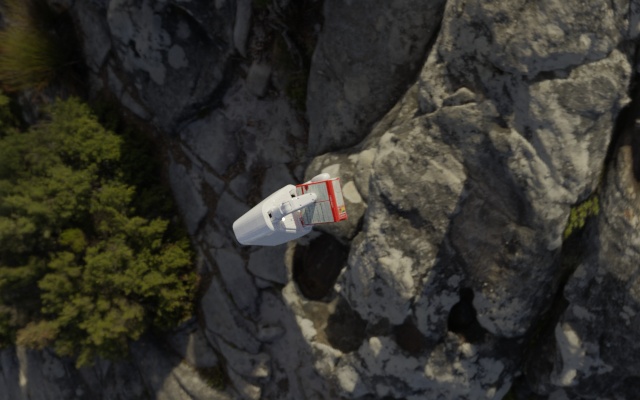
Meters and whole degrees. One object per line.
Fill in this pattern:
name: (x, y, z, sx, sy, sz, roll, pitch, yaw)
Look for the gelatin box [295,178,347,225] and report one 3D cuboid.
gelatin box: (0.000, 0.003, 0.834, 0.089, 0.073, 0.030, -9, 5, 45)
